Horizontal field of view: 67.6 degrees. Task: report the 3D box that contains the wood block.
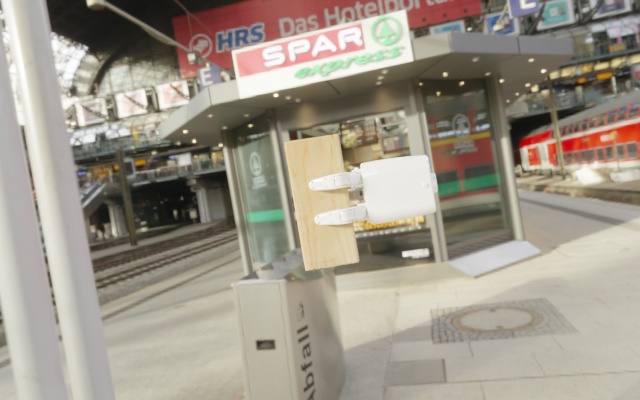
[{"bbox_3d":[0.000,0.002,0.795,0.090,0.206,0.091,-9,1,-2],"label":"wood block"}]
